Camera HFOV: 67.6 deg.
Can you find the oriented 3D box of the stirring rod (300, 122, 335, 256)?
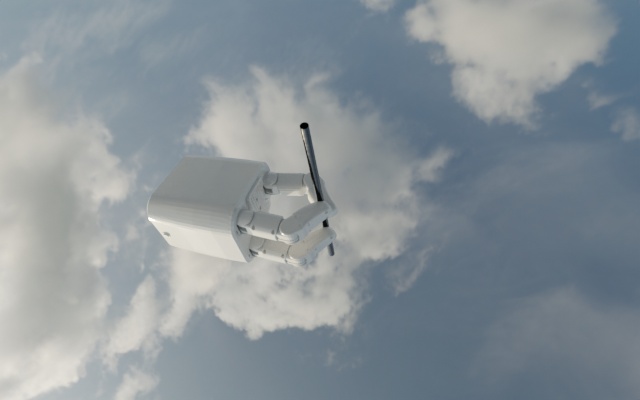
[{"bbox_3d":[0.000,0.002,0.510,0.011,0.011,0.240,0,-33,8],"label":"stirring rod"}]
